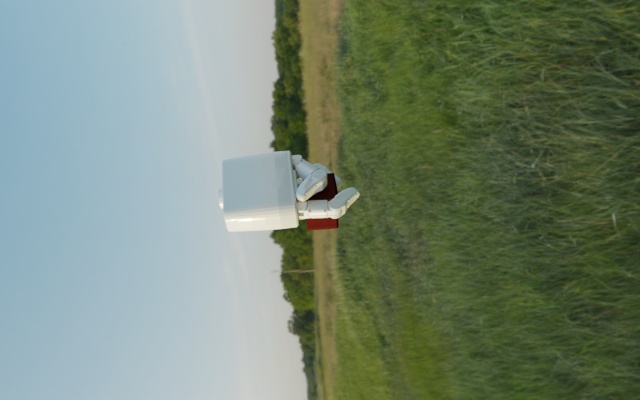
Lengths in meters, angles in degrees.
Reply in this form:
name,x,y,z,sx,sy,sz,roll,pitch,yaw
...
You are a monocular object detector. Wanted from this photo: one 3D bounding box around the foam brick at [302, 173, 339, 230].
name,x,y,z,sx,sy,sz,roll,pitch,yaw
foam brick,0.000,0.003,0.754,0.051,0.053,0.078,-6,-43,-3
